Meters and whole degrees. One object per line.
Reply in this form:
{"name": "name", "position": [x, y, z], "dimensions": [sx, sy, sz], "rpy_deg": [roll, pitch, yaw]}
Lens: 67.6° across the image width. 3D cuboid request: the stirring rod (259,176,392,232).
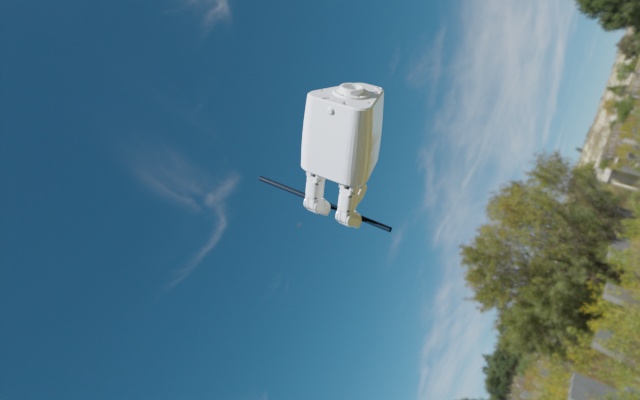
{"name": "stirring rod", "position": [0.000, 0.002, 0.733], "dimensions": [0.239, 0.011, 0.011], "rpy_deg": [22, 10, 27]}
